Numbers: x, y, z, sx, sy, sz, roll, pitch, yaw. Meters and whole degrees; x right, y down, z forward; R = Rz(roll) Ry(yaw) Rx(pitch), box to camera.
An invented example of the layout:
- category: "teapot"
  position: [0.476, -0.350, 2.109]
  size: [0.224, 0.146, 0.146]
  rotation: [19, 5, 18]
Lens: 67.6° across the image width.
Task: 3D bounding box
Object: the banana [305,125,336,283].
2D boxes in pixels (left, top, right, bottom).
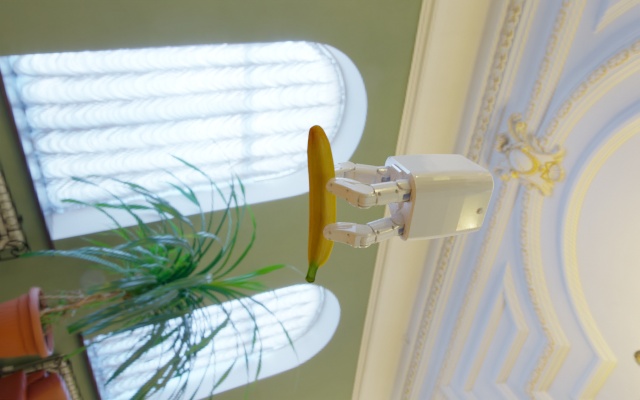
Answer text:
- category: "banana"
  position: [0.001, 0.001, 0.608]
  size: [0.037, 0.198, 0.069]
  rotation: [1, 13, 4]
